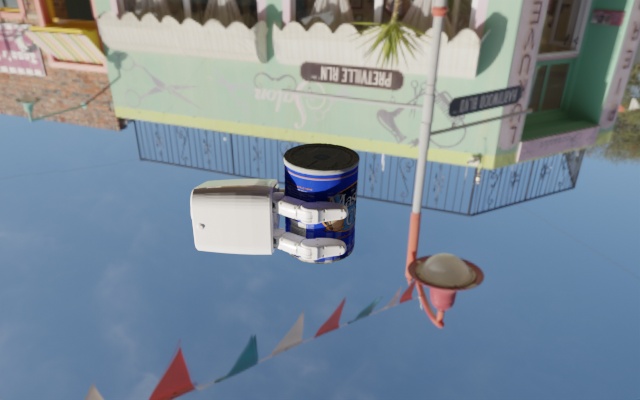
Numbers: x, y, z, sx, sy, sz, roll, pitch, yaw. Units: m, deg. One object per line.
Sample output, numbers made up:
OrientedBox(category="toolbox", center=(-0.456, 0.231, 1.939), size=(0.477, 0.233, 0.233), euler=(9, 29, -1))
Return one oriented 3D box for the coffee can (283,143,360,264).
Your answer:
OrientedBox(category="coffee can", center=(0.000, 0.002, 0.672), size=(0.103, 0.140, 0.102), euler=(1, 26, 0))
